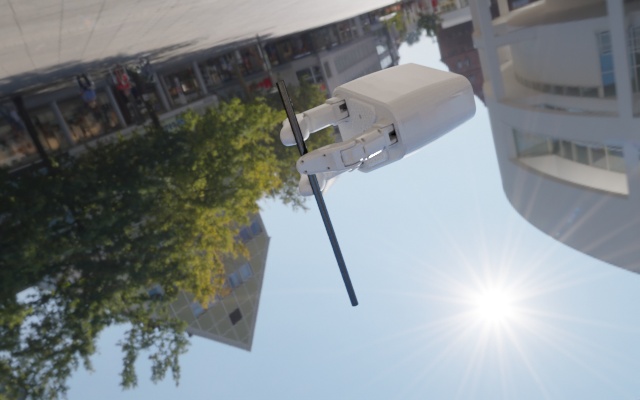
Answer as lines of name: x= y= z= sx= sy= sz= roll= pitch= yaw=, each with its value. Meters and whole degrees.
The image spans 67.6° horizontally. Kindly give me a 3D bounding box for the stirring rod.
stirring rod: x=0.000 y=0.001 z=0.466 sx=0.011 sy=0.240 sz=0.011 roll=-17 pitch=18 yaw=6
